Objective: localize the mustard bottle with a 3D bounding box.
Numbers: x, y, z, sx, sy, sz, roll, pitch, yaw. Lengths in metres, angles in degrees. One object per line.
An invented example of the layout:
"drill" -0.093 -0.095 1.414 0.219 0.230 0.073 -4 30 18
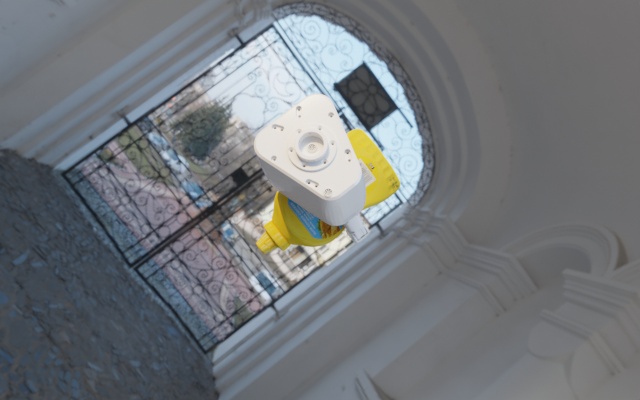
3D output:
"mustard bottle" 0.000 0.002 0.602 0.191 0.096 0.058 -38 10 -5
